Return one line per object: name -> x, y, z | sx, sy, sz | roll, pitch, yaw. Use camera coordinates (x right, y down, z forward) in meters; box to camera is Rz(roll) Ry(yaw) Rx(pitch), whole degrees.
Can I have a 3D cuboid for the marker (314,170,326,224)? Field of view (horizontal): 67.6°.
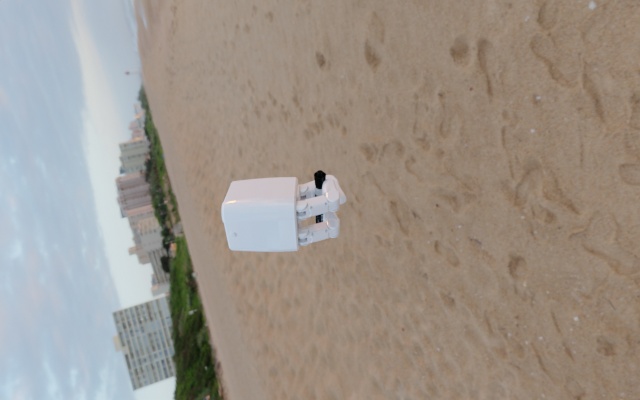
marker -> 0.000, 0.003, 0.764 | 0.020, 0.121, 0.020 | -1, 40, 1
